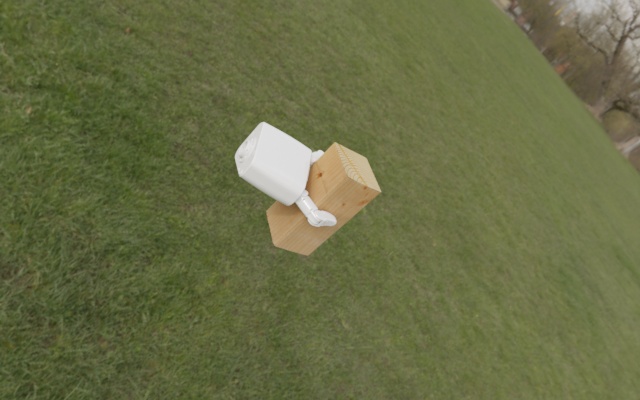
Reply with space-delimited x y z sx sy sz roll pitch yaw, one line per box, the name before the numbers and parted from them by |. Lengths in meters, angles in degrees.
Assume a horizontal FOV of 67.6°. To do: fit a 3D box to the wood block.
wood block | 0.000 0.003 0.894 0.090 0.090 0.206 22 -53 -38
